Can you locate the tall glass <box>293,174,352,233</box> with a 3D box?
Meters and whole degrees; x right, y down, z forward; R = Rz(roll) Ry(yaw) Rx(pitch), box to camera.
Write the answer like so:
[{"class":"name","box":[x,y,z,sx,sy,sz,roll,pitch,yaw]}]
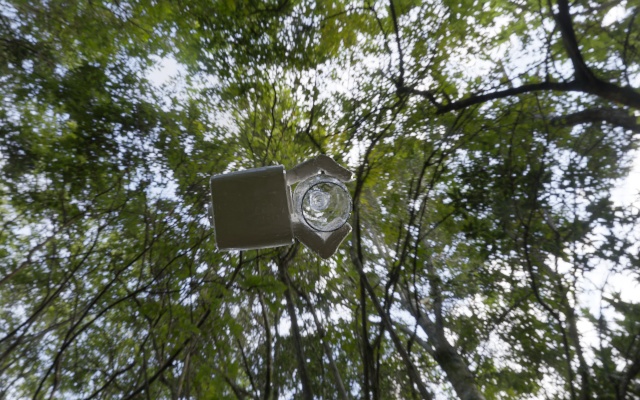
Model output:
[{"class":"tall glass","box":[0.000,0.002,0.672,0.079,0.079,0.201,0,3,-4]}]
